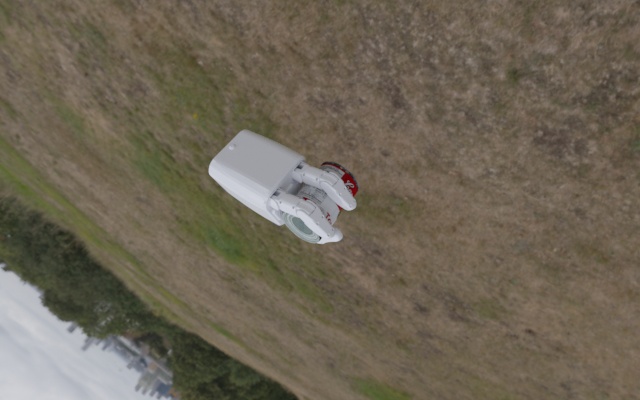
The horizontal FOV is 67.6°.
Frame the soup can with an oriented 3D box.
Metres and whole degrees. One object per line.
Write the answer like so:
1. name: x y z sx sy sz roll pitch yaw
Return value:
1. soup can: 0.000 0.003 0.686 0.068 0.068 0.102 0 44 51
